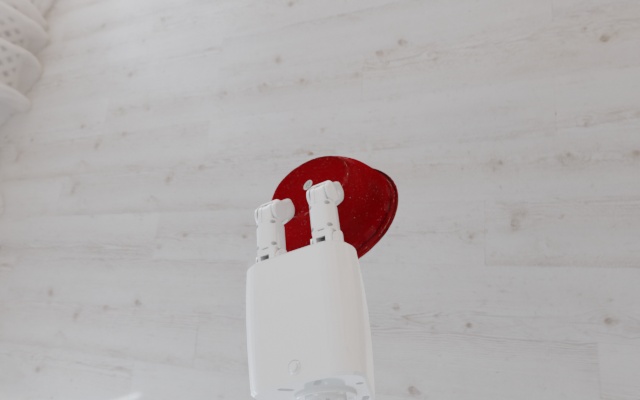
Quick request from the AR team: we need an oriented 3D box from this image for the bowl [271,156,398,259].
[{"bbox_3d":[0.000,0.001,0.522,0.162,0.162,0.055,0,-43,38],"label":"bowl"}]
